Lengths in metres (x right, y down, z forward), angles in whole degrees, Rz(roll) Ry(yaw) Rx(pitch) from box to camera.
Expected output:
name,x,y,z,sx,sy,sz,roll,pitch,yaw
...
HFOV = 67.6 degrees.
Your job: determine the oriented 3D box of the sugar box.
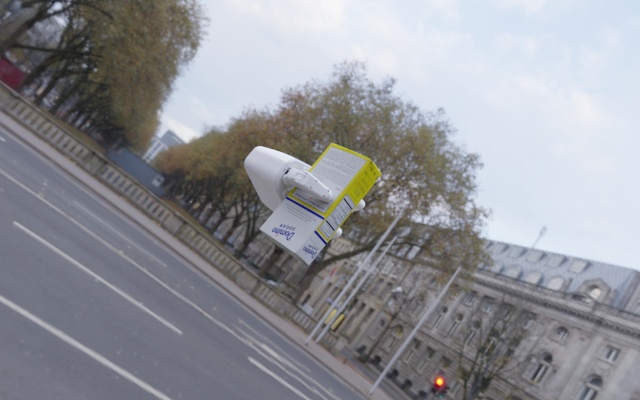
name,x,y,z,sx,sy,sz,roll,pitch,yaw
sugar box,0.000,0.002,0.706,0.093,0.176,0.048,29,-13,44
